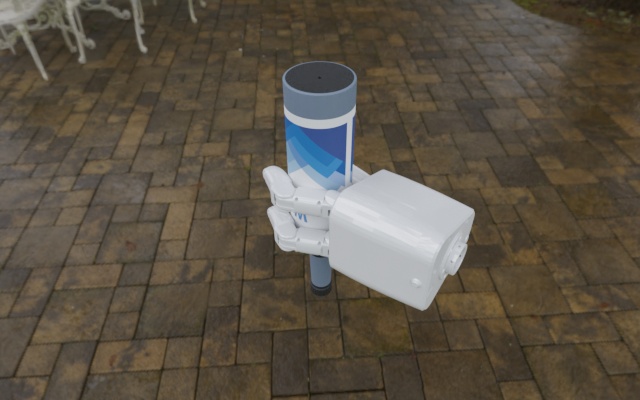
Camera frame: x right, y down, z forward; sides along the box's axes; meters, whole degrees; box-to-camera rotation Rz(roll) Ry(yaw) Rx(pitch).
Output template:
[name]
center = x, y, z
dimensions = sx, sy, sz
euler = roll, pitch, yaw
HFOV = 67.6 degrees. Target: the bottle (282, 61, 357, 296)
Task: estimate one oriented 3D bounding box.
[bottle]
center = 0.000, 0.001, 0.521
dimensions = 0.069, 0.296, 0.069
euler = 0, 41, 0
